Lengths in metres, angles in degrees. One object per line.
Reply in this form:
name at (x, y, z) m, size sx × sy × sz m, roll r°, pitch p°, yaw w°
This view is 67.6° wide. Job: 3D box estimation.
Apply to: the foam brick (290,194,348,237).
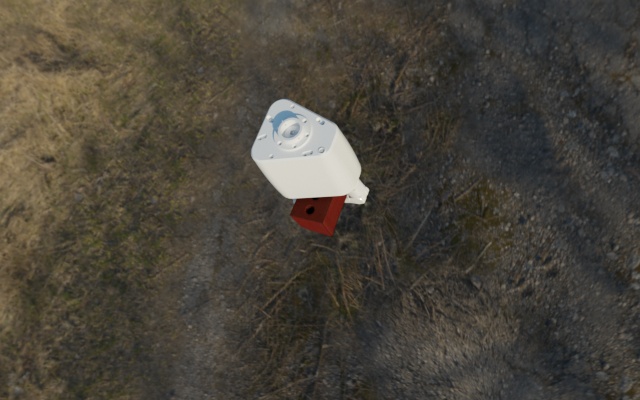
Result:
foam brick at (0.000, 0.003, 0.677) m, size 0.053 × 0.078 × 0.051 m, roll 14°, pitch -17°, yaw 23°
